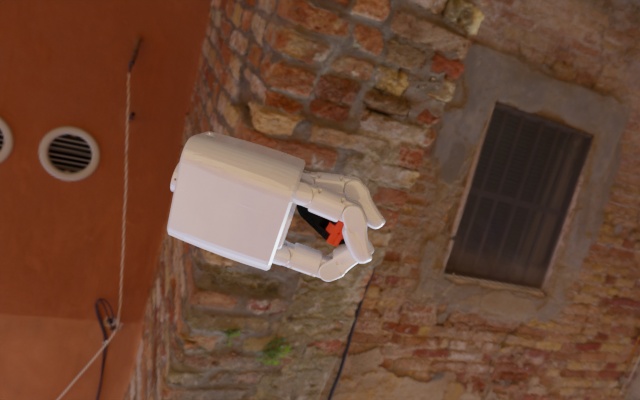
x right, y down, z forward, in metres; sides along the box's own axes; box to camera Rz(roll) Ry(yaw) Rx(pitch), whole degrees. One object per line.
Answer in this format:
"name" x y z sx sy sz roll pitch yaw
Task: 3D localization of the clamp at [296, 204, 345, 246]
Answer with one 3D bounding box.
"clamp" 0.000 0.002 0.536 0.120 0.039 0.171 22 11 -3
